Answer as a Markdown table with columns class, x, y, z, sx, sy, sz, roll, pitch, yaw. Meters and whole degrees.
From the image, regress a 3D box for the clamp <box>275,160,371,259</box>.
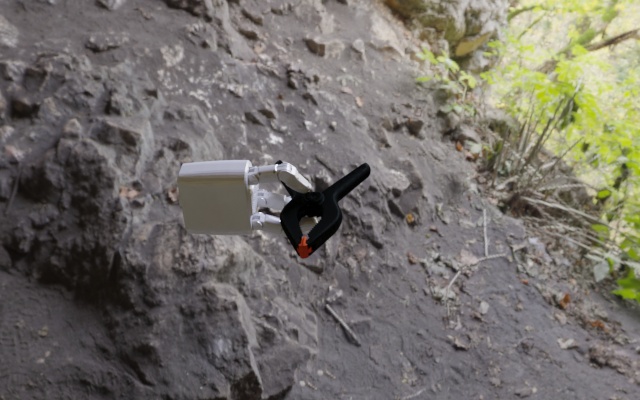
| class | x | y | z | sx | sy | sz | roll | pitch | yaw |
| --- | --- | --- | --- | --- | --- | --- | --- | --- | --- |
| clamp | 0.000 | 0.002 | 0.744 | 0.164 | 0.036 | 0.209 | -3 | 42 | 4 |
